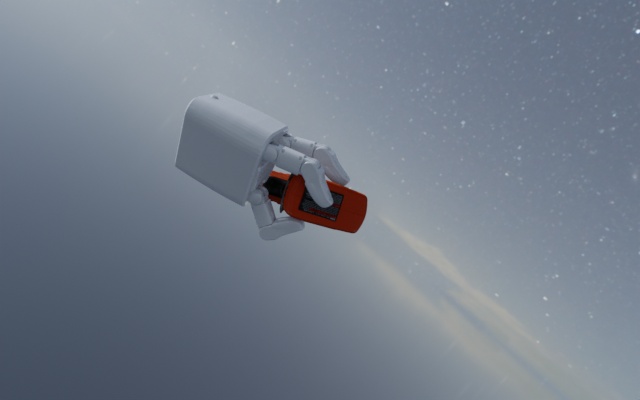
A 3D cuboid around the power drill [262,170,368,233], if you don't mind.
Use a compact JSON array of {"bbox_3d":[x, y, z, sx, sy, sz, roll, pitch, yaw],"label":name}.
[{"bbox_3d":[0.000,0.002,0.674,0.184,0.057,0.187,16,0,-15],"label":"power drill"}]
